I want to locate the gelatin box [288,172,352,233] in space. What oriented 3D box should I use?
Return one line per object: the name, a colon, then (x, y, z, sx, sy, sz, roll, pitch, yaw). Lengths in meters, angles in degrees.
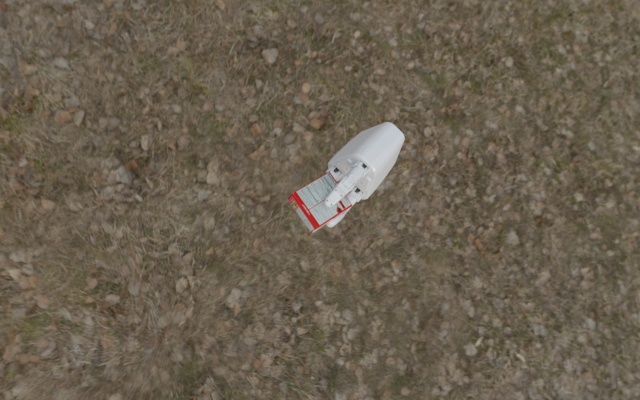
gelatin box: (0.000, 0.003, 0.816, 0.089, 0.073, 0.030, -32, -6, -32)
